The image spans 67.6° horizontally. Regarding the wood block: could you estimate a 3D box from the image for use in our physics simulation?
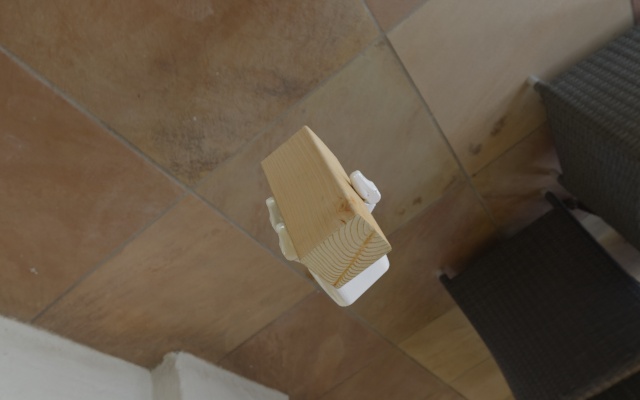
[{"bbox_3d":[0.001,0.002,0.644,0.090,0.091,0.206,43,13,-41],"label":"wood block"}]
